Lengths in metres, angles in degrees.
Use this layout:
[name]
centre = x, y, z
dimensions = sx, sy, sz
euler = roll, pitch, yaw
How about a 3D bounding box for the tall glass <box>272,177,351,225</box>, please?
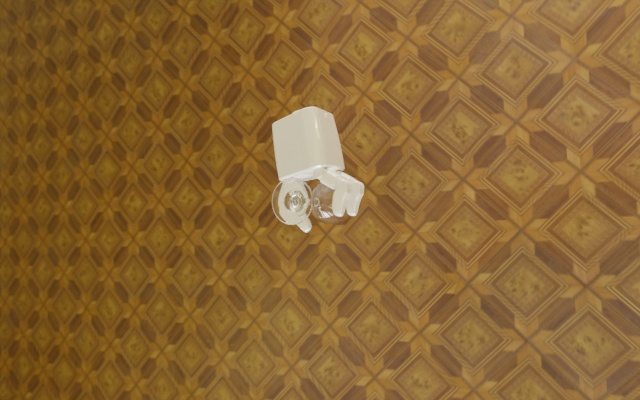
[tall glass]
centre = 0.000, 0.003, 0.829
dimensions = 0.079, 0.079, 0.201
euler = 0, -1, 27
